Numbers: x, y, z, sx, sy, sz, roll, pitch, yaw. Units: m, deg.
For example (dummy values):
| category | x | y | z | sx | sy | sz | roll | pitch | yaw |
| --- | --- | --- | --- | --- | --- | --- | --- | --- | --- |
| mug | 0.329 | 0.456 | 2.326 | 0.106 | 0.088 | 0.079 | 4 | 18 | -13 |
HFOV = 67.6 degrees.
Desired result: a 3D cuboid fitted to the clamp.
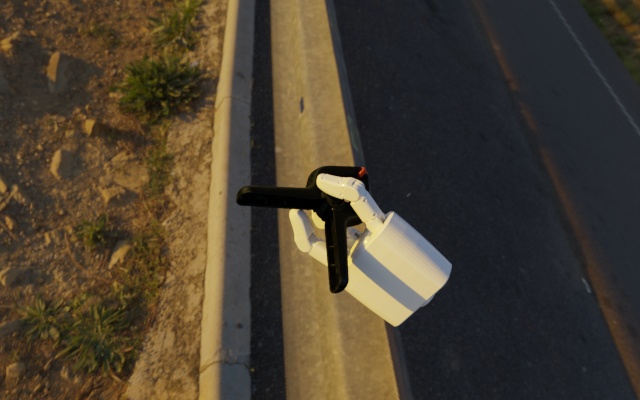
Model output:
| category | x | y | z | sx | sy | sz | roll | pitch | yaw |
| --- | --- | --- | --- | --- | --- | --- | --- | --- | --- |
| clamp | 0.001 | 0.001 | 0.610 | 0.036 | 0.164 | 0.210 | -50 | 1 | 40 |
